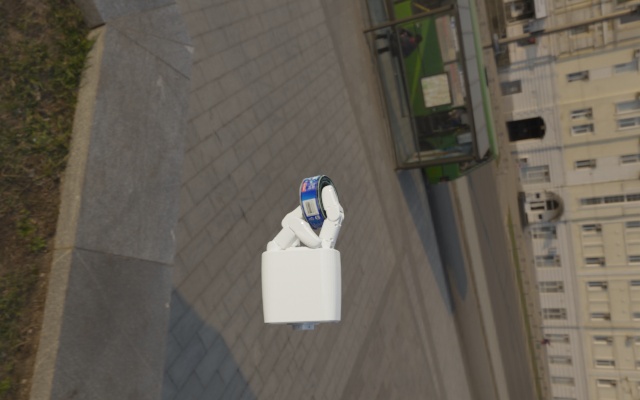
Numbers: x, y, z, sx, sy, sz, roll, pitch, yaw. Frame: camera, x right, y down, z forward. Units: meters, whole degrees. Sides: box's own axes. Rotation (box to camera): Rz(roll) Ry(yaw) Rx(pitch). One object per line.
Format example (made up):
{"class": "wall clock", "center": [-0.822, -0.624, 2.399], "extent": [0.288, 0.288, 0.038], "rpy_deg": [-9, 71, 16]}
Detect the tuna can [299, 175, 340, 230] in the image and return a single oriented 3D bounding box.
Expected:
{"class": "tuna can", "center": [0.001, 0.002, 0.773], "extent": [0.034, 0.086, 0.086], "rpy_deg": [-12, -5, 24]}
